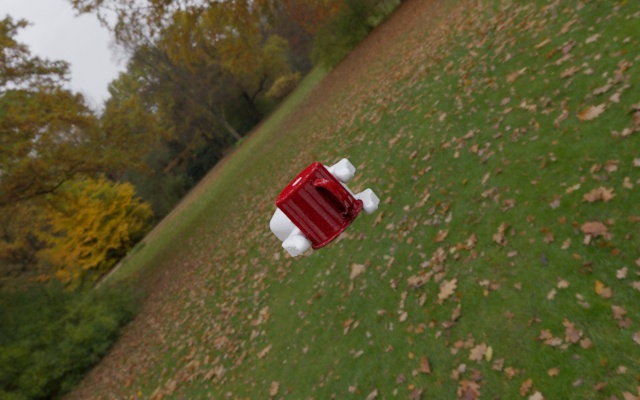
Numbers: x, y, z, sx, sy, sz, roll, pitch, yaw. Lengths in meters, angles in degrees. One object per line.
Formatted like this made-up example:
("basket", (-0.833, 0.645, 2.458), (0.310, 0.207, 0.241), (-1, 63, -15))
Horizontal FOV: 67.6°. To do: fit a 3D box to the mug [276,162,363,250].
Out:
("mug", (0.000, 0.002, 0.618), (0.093, 0.081, 0.117), (-49, 12, -22))
